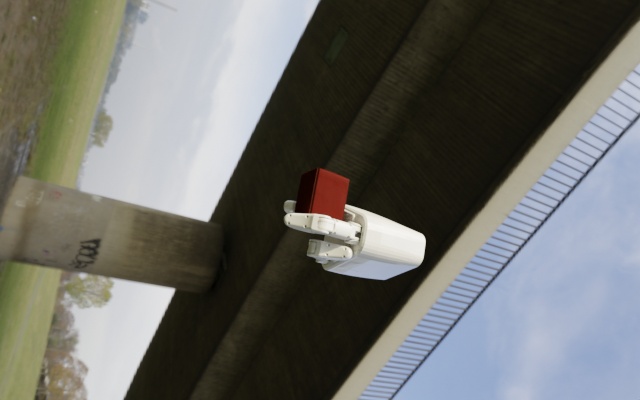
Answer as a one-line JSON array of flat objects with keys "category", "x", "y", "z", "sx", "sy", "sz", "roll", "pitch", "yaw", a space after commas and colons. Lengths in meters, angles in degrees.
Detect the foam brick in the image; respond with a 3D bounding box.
[{"category": "foam brick", "x": 0.000, "y": 0.002, "z": 0.656, "sx": 0.051, "sy": 0.078, "sz": 0.053, "roll": 16, "pitch": -12, "yaw": -25}]
